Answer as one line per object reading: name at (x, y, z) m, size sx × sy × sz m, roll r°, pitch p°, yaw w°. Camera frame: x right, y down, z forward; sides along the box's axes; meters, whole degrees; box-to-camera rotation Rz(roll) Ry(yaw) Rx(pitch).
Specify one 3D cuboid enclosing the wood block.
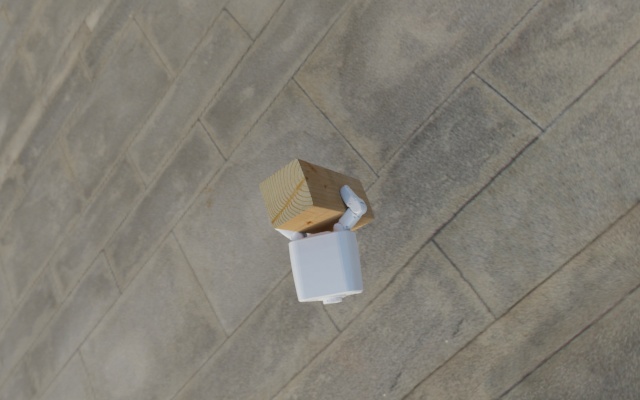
wood block at (0.000, 0.003, 0.859) m, size 0.091 × 0.090 × 0.206 m, roll -31°, pitch -24°, yaw 26°
